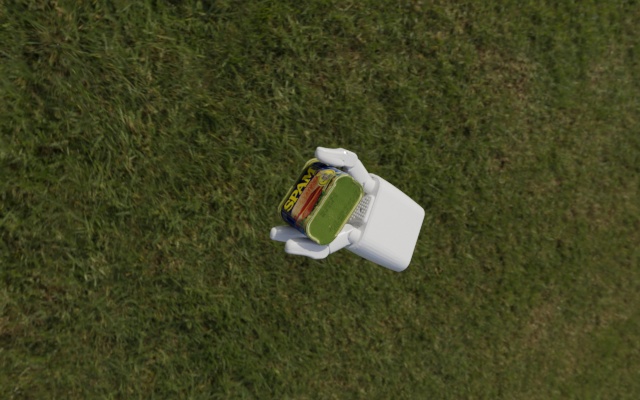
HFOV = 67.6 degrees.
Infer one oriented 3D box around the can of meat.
[{"bbox_3d":[0.000,0.002,0.641,0.057,0.102,0.084,34,-2,-33],"label":"can of meat"}]
